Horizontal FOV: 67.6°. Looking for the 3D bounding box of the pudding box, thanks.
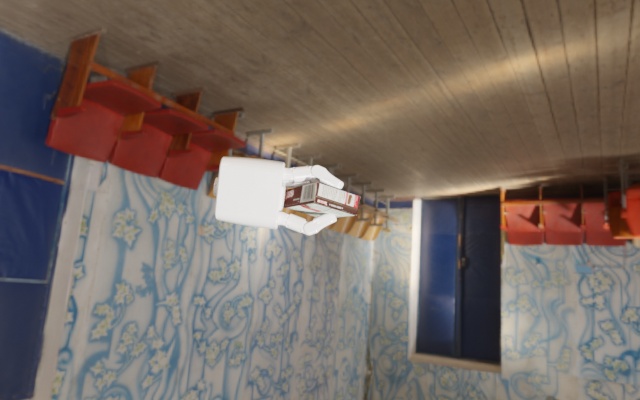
[{"bbox_3d":[0.000,0.003,0.827,0.090,0.039,0.113,16,-12,-29],"label":"pudding box"}]
